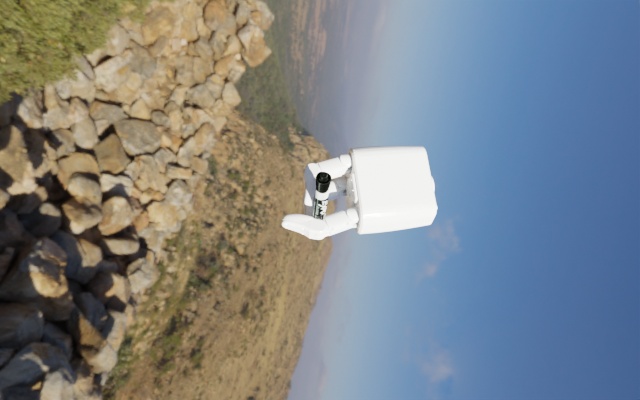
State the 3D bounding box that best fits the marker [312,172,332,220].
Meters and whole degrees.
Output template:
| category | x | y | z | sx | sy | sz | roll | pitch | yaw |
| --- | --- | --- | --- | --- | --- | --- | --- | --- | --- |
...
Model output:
| category | x | y | z | sx | sy | sz | roll | pitch | yaw |
| --- | --- | --- | --- | --- | --- | --- | --- | --- | --- |
| marker | 0.000 | 0.002 | 0.605 | 0.020 | 0.020 | 0.121 | 0 | -32 | -4 |
